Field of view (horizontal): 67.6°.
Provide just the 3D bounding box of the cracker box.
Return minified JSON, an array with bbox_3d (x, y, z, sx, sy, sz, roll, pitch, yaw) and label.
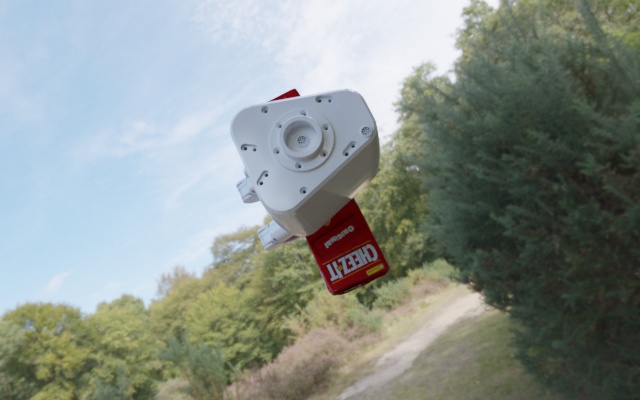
[{"bbox_3d":[0.000,0.002,0.557,0.072,0.213,0.164,-26,-12,1],"label":"cracker box"}]
